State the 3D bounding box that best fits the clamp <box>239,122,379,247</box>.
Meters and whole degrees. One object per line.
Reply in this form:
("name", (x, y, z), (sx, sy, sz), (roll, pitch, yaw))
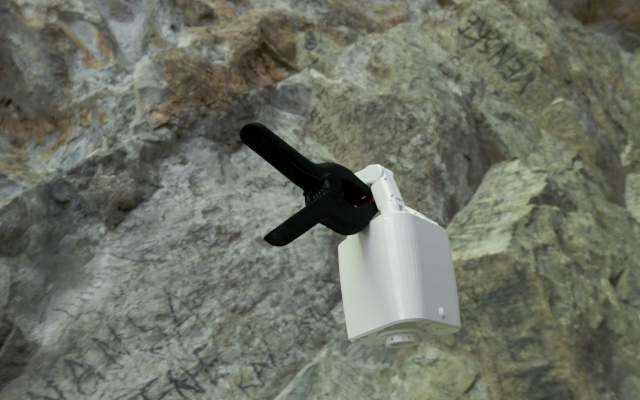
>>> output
("clamp", (0.000, 0.002, 0.452), (0.171, 0.120, 0.039), (19, -37, -37))
